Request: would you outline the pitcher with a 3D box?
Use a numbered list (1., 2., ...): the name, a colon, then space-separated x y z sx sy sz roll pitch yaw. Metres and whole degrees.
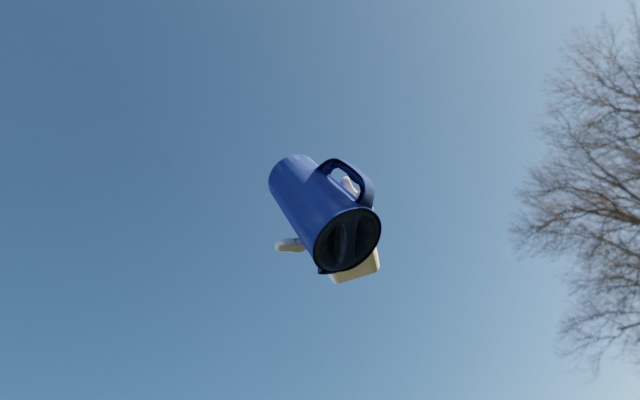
1. pitcher: 0.000 0.003 0.878 0.149 0.145 0.242 -29 42 -11
